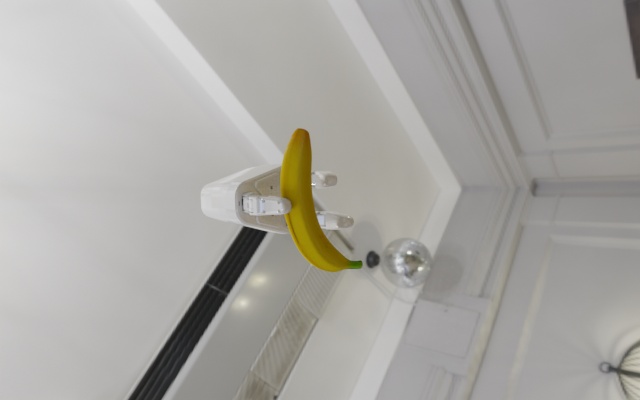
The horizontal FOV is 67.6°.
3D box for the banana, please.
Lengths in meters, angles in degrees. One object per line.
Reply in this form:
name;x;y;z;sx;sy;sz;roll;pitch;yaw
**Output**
banana;-0.012;0.014;0.582;0.069;0.198;0.037;-33;22;-29
